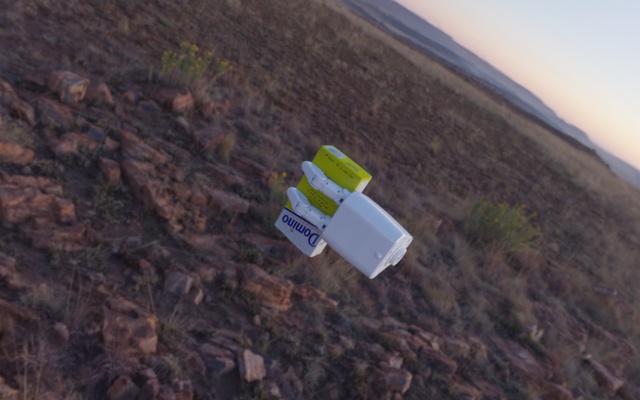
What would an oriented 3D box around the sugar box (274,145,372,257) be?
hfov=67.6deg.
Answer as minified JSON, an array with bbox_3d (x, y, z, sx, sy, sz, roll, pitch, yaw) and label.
[{"bbox_3d":[0.000,0.003,0.813,0.093,0.176,0.048,41,24,19],"label":"sugar box"}]
